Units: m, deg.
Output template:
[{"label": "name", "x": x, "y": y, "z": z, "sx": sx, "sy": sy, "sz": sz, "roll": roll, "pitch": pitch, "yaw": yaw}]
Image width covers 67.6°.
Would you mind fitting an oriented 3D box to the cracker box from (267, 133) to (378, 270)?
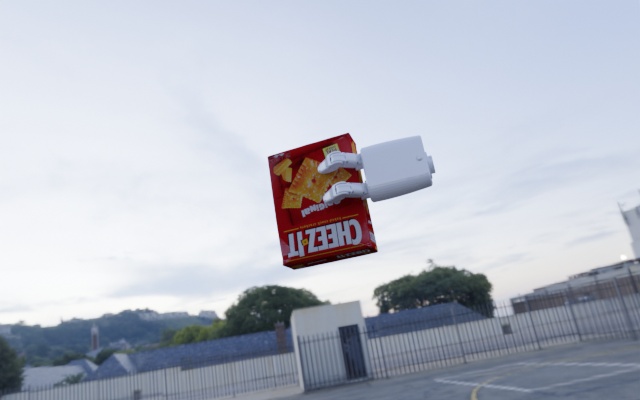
[{"label": "cracker box", "x": 0.000, "y": 0.003, "z": 0.863, "sx": 0.164, "sy": 0.213, "sz": 0.072, "roll": -14, "pitch": -17, "yaw": 14}]
